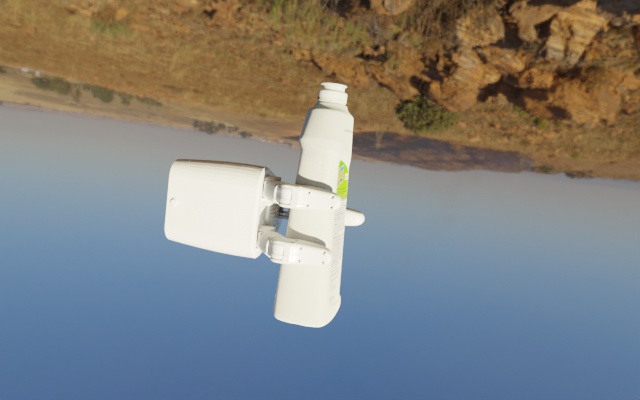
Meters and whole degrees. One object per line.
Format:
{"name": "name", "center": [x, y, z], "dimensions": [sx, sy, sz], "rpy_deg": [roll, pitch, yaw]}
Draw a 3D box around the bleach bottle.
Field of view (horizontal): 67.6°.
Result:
{"name": "bleach bottle", "center": [0.000, 0.002, 0.523], "dimensions": [0.068, 0.251, 0.102], "rpy_deg": [8, 6, 10]}
